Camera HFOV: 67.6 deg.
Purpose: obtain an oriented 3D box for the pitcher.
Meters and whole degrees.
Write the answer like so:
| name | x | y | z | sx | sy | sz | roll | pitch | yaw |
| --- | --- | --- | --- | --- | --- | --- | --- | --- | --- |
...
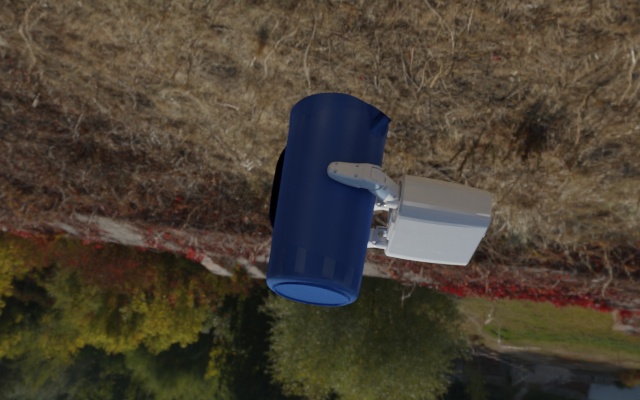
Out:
| name | x | y | z | sx | sy | sz | roll | pitch | yaw |
| --- | --- | --- | --- | --- | --- | --- | --- | --- | --- |
| pitcher | 0.000 | 0.002 | 0.599 | 0.145 | 0.242 | 0.149 | 10 | -25 | 1 |
